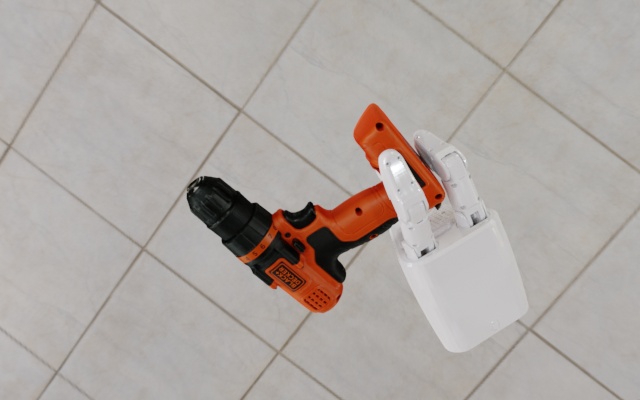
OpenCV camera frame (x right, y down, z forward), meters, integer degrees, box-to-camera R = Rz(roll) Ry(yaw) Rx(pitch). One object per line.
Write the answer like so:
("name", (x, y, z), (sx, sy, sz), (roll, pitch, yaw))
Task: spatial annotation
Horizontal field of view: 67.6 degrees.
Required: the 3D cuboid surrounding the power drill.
("power drill", (0.001, 0.001, 0.432), (0.188, 0.184, 0.057), (-39, 26, 17))
